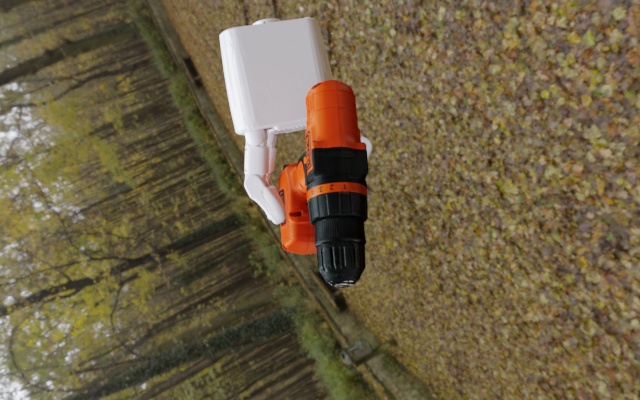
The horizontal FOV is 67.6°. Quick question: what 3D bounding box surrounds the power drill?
[{"bbox_3d":[0.000,0.001,0.479,0.057,0.184,0.188,3,-17,-14],"label":"power drill"}]
